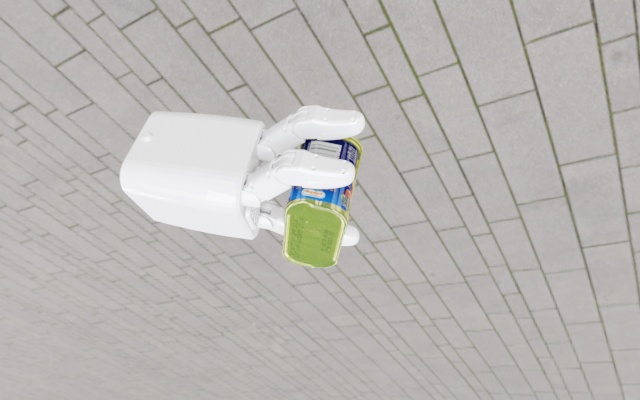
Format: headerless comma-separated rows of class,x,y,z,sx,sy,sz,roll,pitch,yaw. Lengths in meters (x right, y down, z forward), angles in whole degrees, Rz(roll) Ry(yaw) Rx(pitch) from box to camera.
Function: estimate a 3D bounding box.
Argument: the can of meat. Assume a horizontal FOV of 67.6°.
can of meat,0.000,0.002,0.430,0.057,0.084,0.102,11,-38,2
